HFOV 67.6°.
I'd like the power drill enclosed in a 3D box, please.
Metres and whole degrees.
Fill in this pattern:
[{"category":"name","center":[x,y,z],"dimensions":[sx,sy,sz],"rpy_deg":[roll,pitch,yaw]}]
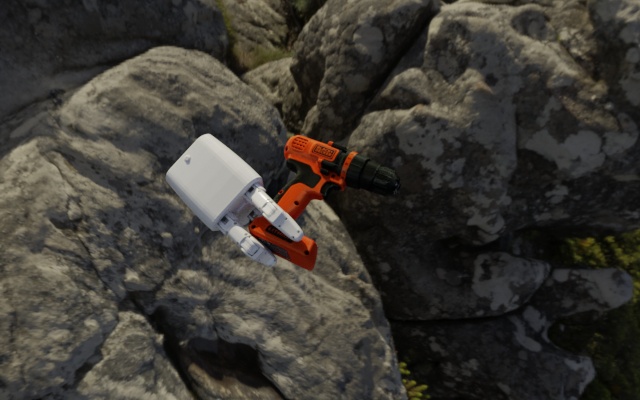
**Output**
[{"category":"power drill","center":[0.000,0.002,0.681],"dimensions":[0.184,0.187,0.057],"rpy_deg":[21,-27,21]}]
